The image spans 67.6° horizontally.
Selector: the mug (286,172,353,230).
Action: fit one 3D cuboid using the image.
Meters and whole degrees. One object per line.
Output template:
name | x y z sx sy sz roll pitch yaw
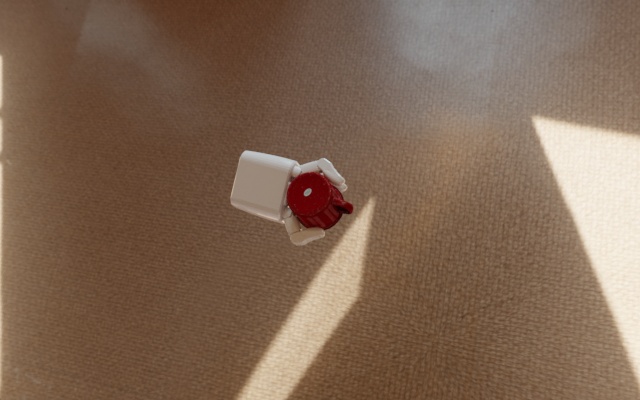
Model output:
mug | 0.001 0.003 0.834 0.117 0.093 0.081 15 -12 18
